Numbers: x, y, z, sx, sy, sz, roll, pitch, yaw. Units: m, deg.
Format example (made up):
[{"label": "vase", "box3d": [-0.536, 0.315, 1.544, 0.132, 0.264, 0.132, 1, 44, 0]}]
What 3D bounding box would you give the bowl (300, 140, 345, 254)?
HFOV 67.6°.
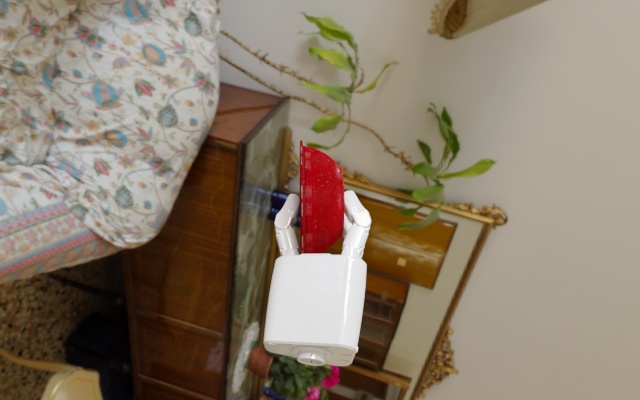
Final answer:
[{"label": "bowl", "box3d": [0.001, 0.001, 0.626, 0.055, 0.162, 0.162, -1, 0, -3]}]
